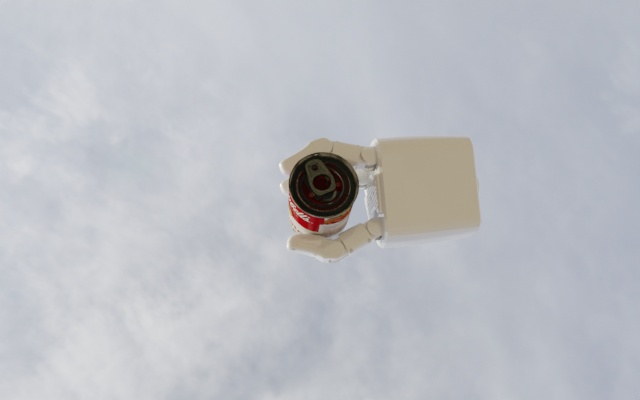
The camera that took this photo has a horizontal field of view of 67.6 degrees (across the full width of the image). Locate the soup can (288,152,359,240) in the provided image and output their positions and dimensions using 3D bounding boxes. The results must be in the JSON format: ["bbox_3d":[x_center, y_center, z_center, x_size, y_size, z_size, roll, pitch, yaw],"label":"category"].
[{"bbox_3d":[0.000,0.002,0.501,0.068,0.068,0.102,0,-20,-4],"label":"soup can"}]
